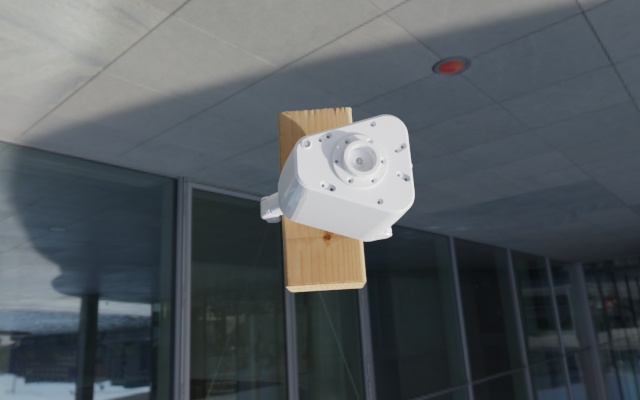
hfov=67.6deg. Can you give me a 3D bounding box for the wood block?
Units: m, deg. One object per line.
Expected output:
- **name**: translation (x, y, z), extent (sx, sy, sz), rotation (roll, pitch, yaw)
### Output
- **wood block**: translation (0.000, 0.002, 0.581), extent (0.091, 0.206, 0.090), rotation (-4, -15, 1)
